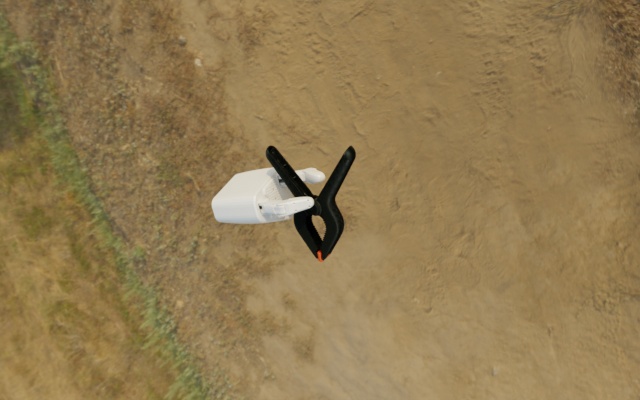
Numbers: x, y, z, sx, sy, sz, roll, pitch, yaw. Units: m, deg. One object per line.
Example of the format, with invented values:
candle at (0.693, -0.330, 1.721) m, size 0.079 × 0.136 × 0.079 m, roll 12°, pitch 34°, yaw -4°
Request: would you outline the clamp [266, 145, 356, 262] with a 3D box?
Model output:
clamp at (0.000, 0.003, 0.791) m, size 0.164 × 0.210 × 0.036 m, roll -3°, pitch 19°, yaw 34°
